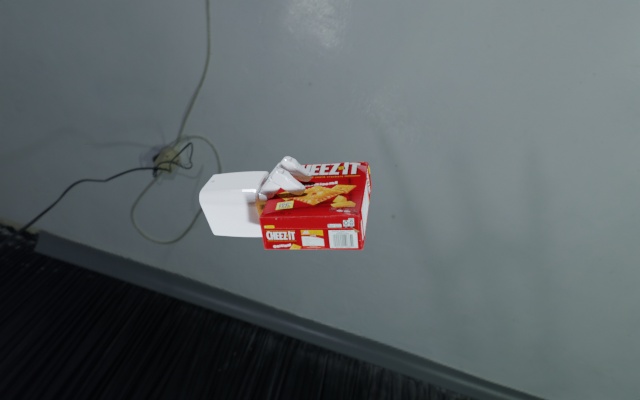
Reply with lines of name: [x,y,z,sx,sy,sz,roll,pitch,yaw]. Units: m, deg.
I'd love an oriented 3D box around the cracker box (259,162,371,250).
cracker box: [0.000,0.003,0.841,0.164,0.072,0.213,-1,28,10]
